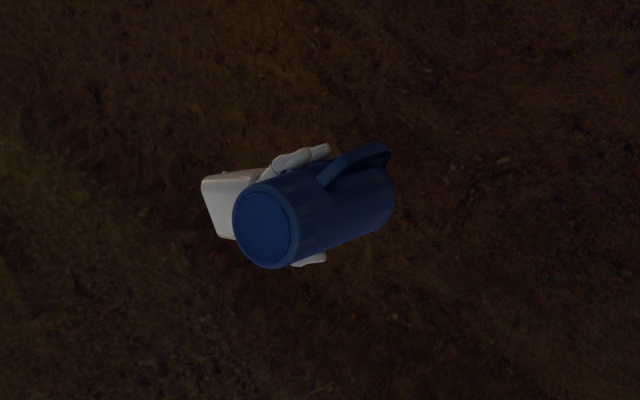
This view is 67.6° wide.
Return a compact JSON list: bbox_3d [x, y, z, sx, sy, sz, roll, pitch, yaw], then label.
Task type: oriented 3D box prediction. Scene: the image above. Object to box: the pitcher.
[{"bbox_3d":[0.000,0.002,0.664,0.145,0.149,0.243,1,12,34],"label":"pitcher"}]
